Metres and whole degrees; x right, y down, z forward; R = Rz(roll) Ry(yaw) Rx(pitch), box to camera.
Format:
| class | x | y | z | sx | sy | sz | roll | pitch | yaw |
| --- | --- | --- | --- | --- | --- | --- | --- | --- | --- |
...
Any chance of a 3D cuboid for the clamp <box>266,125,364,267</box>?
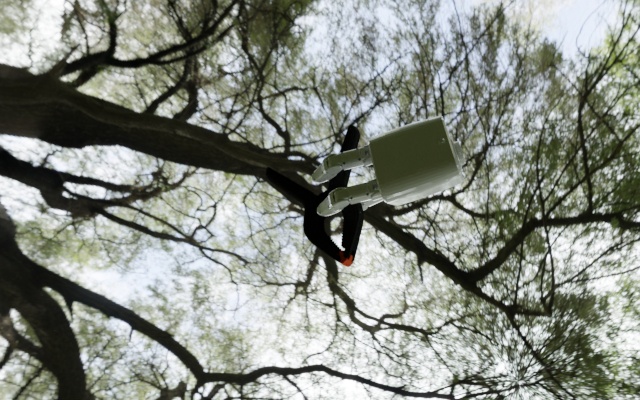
| class | x | y | z | sx | sy | sz | roll | pitch | yaw |
| --- | --- | --- | --- | --- | --- | --- | --- | --- | --- |
| clamp | 0.001 | 0.003 | 0.716 | 0.164 | 0.210 | 0.036 | -19 | -25 | 19 |
